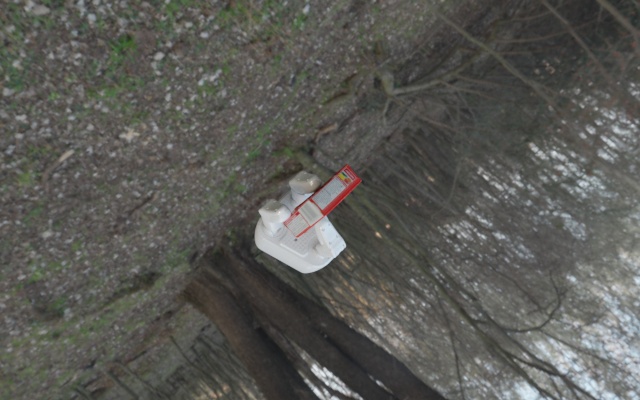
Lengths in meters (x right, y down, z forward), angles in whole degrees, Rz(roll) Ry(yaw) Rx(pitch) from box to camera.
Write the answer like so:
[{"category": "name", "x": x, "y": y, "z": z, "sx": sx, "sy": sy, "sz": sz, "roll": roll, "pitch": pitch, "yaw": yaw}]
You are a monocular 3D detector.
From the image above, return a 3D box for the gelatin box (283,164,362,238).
[{"category": "gelatin box", "x": 0.001, "y": 0.002, "z": 0.577, "sx": 0.073, "sy": 0.030, "sz": 0.089, "roll": -42, "pitch": 1, "yaw": -32}]
